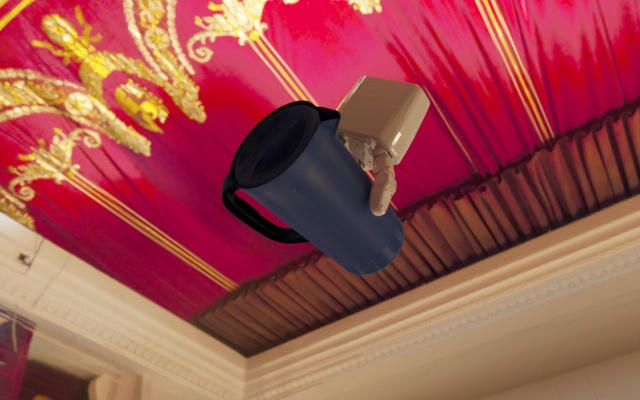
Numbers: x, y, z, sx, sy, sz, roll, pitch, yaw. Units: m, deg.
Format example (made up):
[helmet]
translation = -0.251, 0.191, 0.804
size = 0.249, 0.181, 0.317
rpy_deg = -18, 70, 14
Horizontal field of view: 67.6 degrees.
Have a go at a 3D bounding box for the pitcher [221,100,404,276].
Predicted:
[pitcher]
translation = 0.000, 0.002, 0.628
size = 0.149, 0.145, 0.243
rpy_deg = 8, -29, 47
